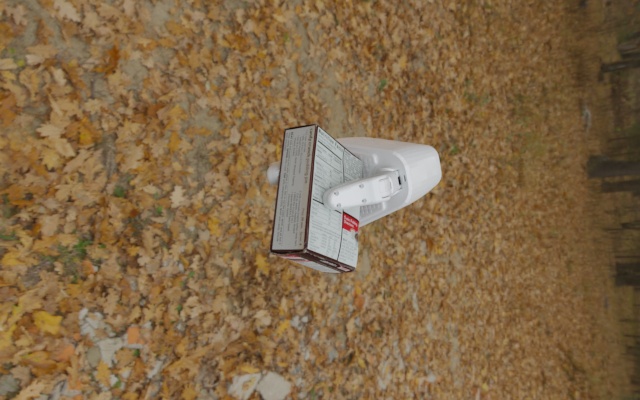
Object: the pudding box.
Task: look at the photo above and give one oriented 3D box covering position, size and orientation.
[{"bbox_3d":[0.000,0.001,0.422,0.039,0.113,0.090,-7,-21,31],"label":"pudding box"}]
